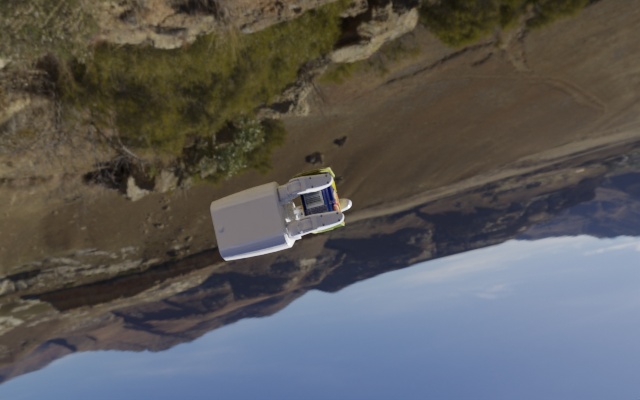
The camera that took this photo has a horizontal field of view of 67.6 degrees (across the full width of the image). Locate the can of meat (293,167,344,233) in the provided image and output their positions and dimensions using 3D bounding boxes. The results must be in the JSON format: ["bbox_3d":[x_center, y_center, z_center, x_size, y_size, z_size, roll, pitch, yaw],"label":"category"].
[{"bbox_3d":[0.000,0.003,0.723,0.057,0.084,0.102,-14,-7,5],"label":"can of meat"}]
